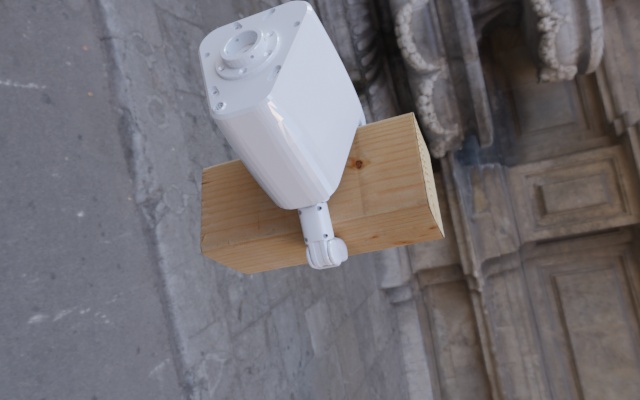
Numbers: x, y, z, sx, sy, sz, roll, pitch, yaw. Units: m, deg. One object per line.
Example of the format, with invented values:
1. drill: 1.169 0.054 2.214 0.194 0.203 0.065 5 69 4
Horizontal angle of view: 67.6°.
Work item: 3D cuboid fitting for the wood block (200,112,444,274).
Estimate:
1. wood block: 0.000 0.002 0.450 0.206 0.090 0.090 -13 -25 18
